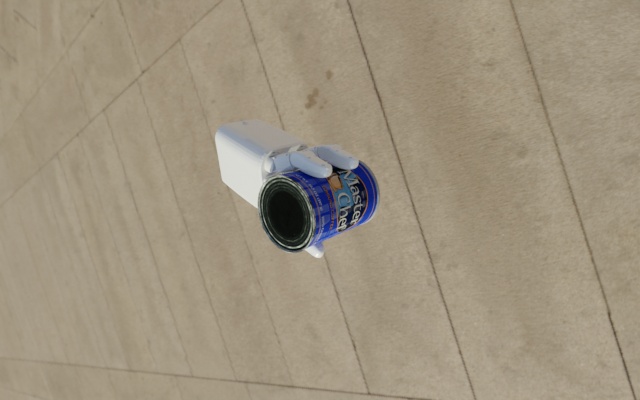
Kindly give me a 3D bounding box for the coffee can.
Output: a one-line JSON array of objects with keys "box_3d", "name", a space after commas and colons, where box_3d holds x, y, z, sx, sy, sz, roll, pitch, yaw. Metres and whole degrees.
[{"box_3d": [0.000, 0.002, 0.653, 0.103, 0.103, 0.140, 0, 13, 42], "name": "coffee can"}]
